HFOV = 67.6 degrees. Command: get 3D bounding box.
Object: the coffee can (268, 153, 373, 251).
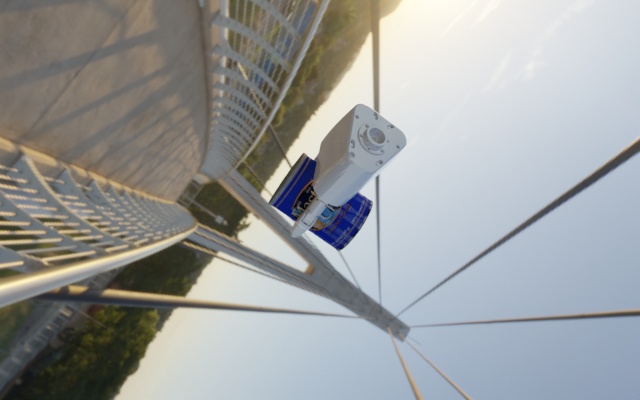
[{"bbox_3d":[0.000,0.003,0.788,0.140,0.103,0.103,35,-5,-8],"label":"coffee can"}]
